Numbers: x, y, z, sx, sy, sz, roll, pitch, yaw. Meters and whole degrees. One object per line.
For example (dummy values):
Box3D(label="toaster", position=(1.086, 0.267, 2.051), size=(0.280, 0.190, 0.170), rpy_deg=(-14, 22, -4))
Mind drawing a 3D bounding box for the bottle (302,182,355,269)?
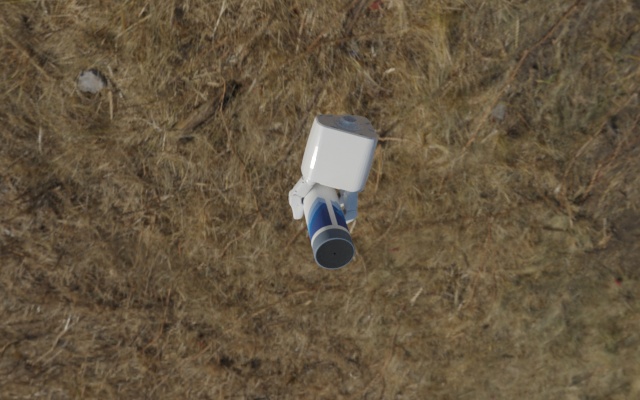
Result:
Box3D(label="bottle", position=(0.000, 0.003, 0.882), size=(0.069, 0.069, 0.295), rpy_deg=(0, 34, -11))
